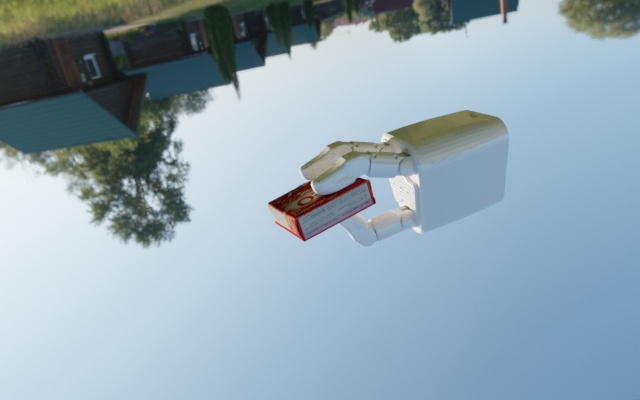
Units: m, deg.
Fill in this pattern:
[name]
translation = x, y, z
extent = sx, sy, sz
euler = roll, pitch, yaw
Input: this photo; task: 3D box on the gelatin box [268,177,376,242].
[gelatin box]
translation = 0.000, 0.002, 0.492
extent = 0.089, 0.030, 0.073
euler = -28, 23, -19
